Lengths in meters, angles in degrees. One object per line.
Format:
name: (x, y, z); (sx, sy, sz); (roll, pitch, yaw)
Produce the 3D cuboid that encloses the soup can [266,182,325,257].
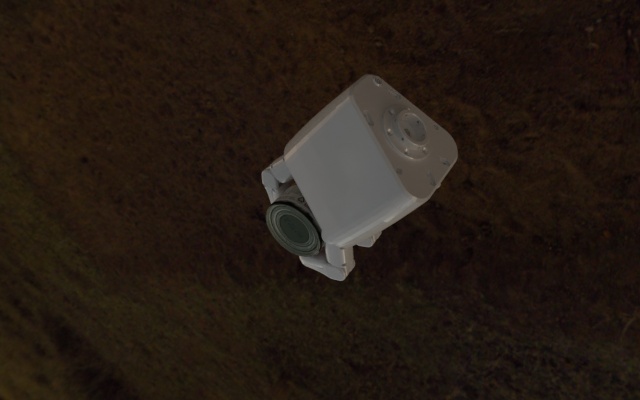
soup can: (0.000, 0.002, 0.493); (0.068, 0.068, 0.102); (0, 34, 41)
